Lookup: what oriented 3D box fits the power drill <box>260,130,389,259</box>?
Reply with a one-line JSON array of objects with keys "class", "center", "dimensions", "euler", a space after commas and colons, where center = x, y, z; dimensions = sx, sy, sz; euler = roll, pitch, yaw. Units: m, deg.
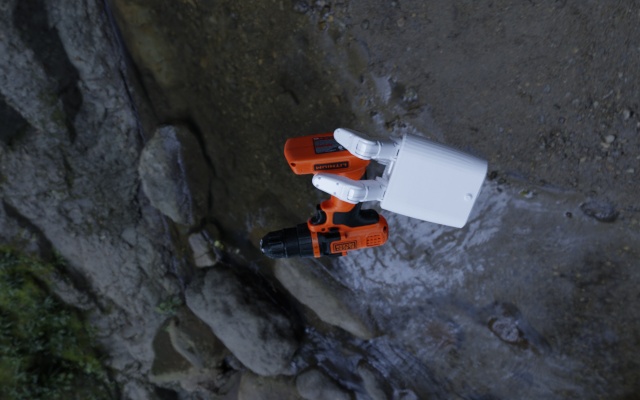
[{"class": "power drill", "center": [0.000, 0.002, 0.639], "dimensions": [0.184, 0.188, 0.057], "euler": [-9, 43, -4]}]
